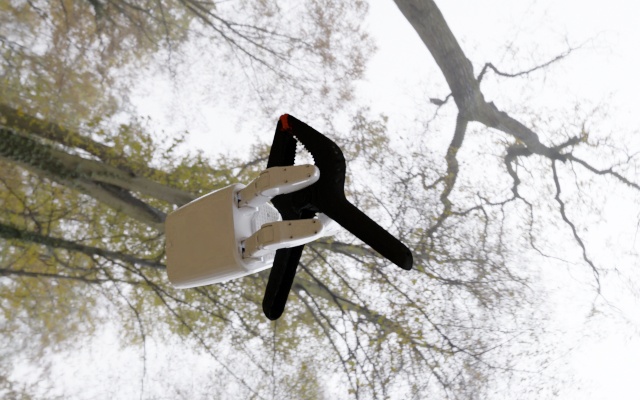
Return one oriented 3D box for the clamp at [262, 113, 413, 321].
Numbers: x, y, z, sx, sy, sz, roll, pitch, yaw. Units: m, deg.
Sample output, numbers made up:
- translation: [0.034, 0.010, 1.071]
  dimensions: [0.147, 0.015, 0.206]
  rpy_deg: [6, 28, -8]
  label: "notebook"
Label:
- translation: [0.000, 0.001, 0.480]
  dimensions: [0.164, 0.210, 0.036]
  rpy_deg: [-18, -21, 27]
  label: "clamp"
